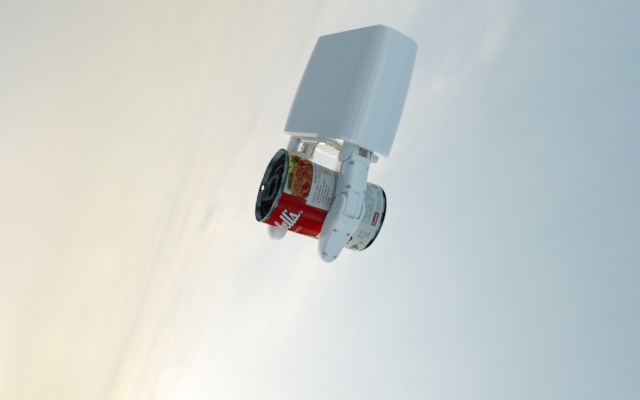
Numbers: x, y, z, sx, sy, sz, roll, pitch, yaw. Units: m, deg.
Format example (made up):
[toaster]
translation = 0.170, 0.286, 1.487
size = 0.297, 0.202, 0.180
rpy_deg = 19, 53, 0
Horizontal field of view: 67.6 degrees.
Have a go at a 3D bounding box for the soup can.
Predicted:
[soup can]
translation = 0.000, 0.002, 0.435
size = 0.102, 0.068, 0.068
rpy_deg = 19, -7, -21
